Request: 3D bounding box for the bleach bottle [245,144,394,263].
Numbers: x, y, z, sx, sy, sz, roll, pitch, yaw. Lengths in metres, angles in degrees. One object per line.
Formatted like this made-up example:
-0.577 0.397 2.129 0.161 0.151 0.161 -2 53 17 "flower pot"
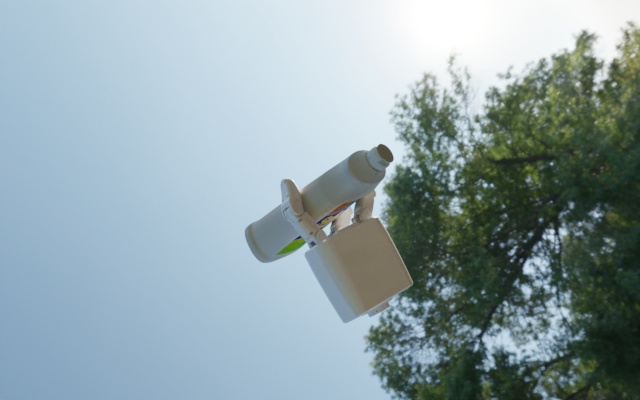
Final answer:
0.000 0.002 0.666 0.102 0.068 0.251 -16 -17 -48 "bleach bottle"
